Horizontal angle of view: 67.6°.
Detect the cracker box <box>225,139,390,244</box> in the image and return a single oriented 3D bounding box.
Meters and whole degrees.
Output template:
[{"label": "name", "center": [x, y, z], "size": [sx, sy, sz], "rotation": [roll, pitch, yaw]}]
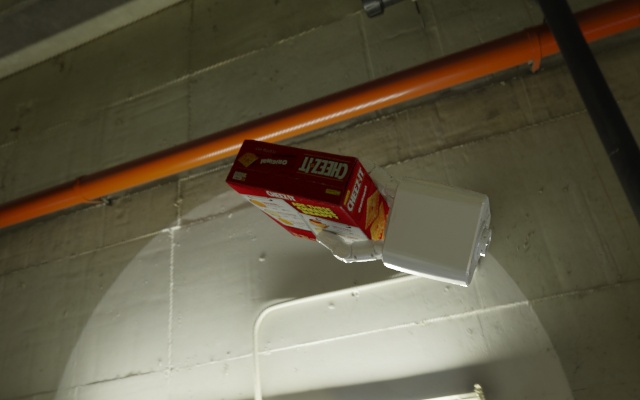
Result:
[{"label": "cracker box", "center": [0.000, 0.002, 0.652], "size": [0.164, 0.072, 0.214], "rotation": [12, -18, 26]}]
